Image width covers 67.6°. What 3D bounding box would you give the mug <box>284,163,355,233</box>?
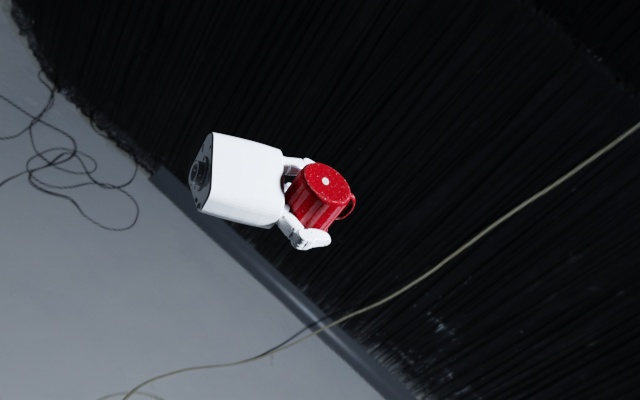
[{"bbox_3d":[0.001,0.002,0.698,0.117,0.093,0.081,13,-48,-31],"label":"mug"}]
